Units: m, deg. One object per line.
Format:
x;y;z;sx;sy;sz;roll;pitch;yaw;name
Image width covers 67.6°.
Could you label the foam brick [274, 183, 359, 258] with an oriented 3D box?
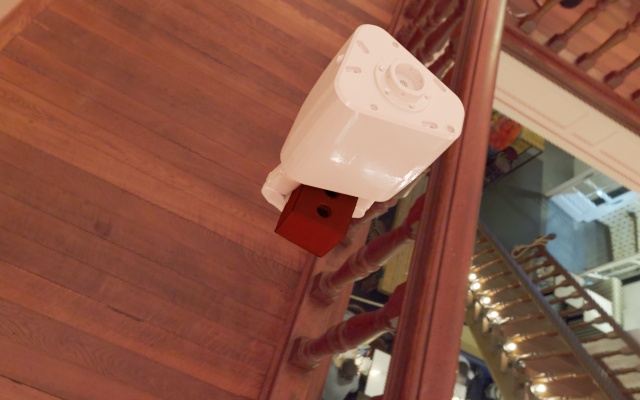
0.000;0.002;0.440;0.053;0.078;0.051;28;-34;-11;foam brick
